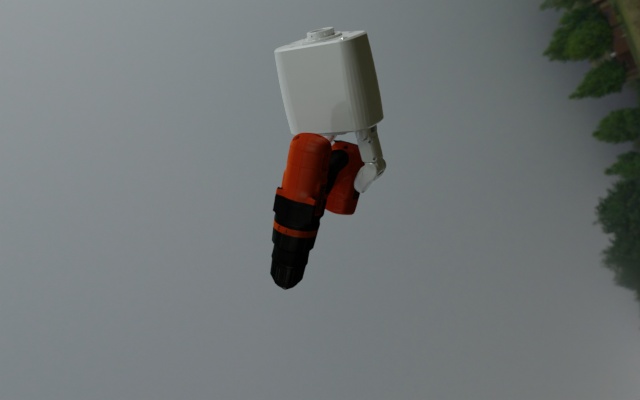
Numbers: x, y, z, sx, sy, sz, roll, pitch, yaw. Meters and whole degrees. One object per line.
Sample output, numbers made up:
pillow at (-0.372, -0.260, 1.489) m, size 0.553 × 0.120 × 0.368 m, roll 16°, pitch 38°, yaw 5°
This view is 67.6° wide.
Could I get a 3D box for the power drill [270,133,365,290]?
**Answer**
power drill at (0.000, 0.002, 0.600) m, size 0.057 × 0.184 × 0.187 m, roll 18°, pitch 18°, yaw 15°
